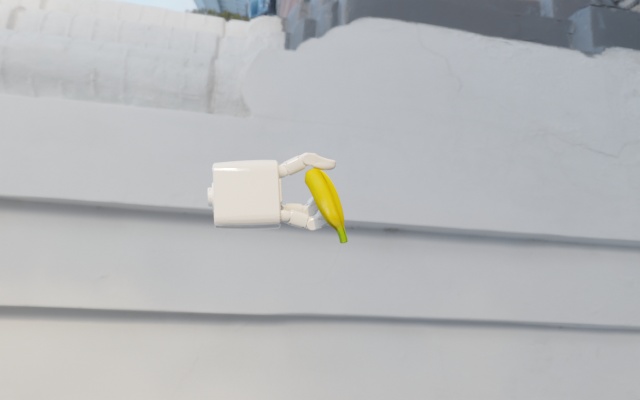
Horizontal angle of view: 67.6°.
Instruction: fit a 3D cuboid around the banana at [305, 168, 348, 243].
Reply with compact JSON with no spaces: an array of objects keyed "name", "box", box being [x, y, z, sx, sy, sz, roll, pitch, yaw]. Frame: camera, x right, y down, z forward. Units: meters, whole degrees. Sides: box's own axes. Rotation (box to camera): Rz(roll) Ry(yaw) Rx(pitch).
[{"name":"banana","box":[0.001,-0.012,0.773,0.037,0.070,0.197,-8,33,-11]}]
